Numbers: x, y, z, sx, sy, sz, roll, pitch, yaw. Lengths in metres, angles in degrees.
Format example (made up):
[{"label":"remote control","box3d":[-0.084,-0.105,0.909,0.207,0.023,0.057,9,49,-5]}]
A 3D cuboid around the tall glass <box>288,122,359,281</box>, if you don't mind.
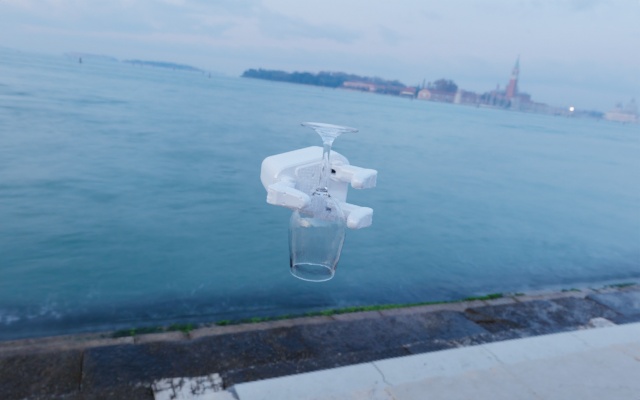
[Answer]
[{"label":"tall glass","box3d":[0.000,0.001,0.630,0.079,0.201,0.079,6,13,-2]}]
